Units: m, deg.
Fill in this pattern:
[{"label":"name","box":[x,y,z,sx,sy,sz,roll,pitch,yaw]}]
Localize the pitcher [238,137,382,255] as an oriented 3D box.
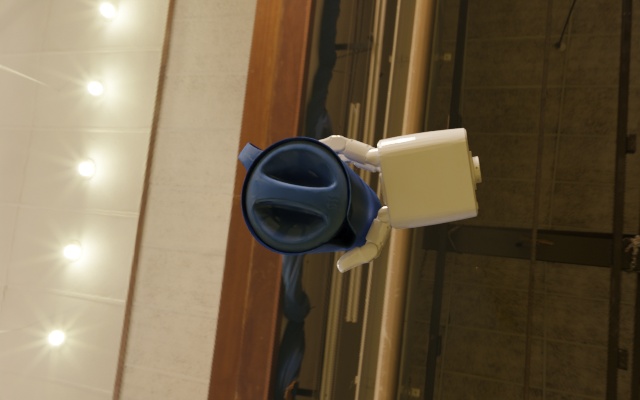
[{"label":"pitcher","box":[0.000,0.002,0.639,0.145,0.149,0.243,-10,-10,17]}]
